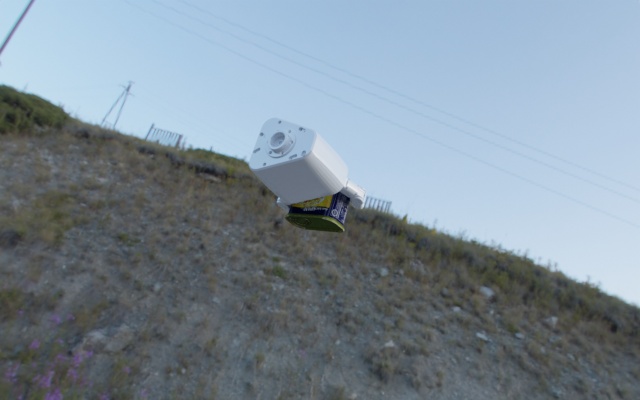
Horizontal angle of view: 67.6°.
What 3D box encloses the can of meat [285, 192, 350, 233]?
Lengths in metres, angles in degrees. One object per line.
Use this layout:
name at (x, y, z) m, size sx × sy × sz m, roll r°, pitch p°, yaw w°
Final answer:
can of meat at (0.000, 0.002, 0.805) m, size 0.102 × 0.084 × 0.057 m, roll 3°, pitch -24°, yaw 35°
